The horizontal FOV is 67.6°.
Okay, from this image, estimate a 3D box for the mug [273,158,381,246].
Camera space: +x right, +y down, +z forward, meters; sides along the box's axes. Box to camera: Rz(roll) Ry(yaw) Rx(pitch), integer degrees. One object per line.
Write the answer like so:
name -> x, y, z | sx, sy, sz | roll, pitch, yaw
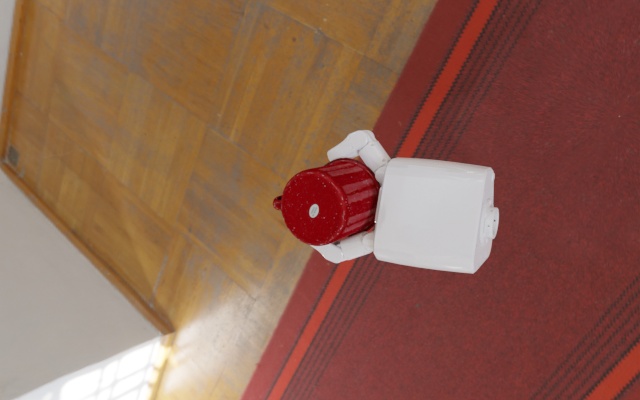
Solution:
mug -> -0.001, 0.002, 0.530 | 0.117, 0.093, 0.081 | 4, 11, 29
